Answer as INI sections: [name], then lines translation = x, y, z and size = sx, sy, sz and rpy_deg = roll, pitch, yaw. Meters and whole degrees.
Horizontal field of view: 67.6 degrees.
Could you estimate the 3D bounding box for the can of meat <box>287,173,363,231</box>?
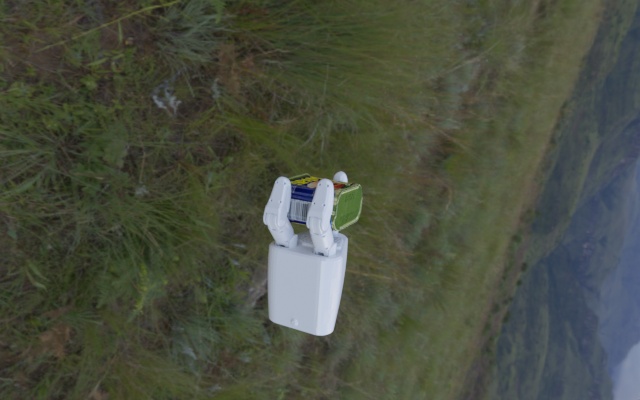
[can of meat]
translation = 0.000, 0.002, 0.622
size = 0.084, 0.057, 0.102
rpy_deg = 10, 13, 23
